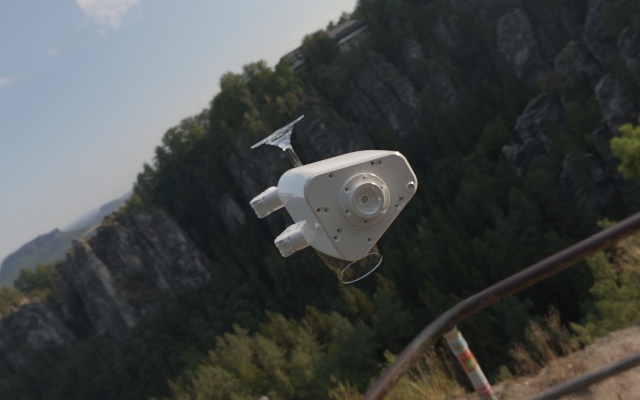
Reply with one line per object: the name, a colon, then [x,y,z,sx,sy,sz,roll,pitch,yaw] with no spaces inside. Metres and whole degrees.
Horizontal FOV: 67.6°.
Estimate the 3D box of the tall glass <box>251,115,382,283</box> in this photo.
tall glass: [0.000,0.001,0.581,0.079,0.201,0.079,-30,11,7]
